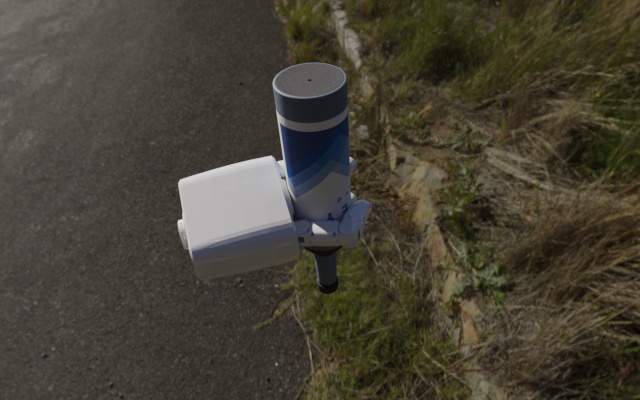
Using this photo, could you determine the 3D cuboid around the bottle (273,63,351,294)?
[{"bbox_3d":[0.000,0.002,0.521,0.069,0.296,0.069,-3,42,3],"label":"bottle"}]
